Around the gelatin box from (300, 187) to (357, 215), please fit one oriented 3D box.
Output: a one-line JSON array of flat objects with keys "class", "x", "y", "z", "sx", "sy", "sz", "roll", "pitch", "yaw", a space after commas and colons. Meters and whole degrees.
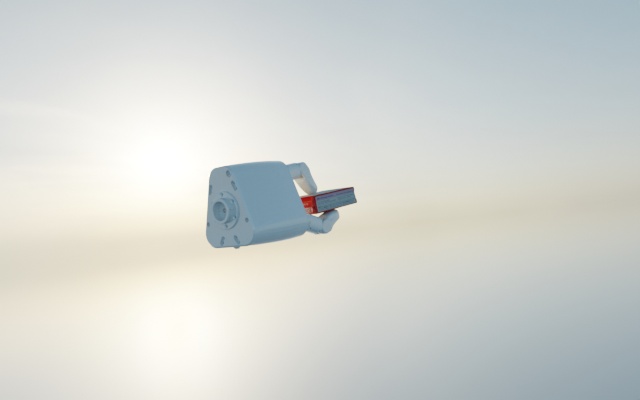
[{"class": "gelatin box", "x": 0.000, "y": 0.002, "z": 0.748, "sx": 0.089, "sy": 0.030, "sz": 0.073, "roll": -15, "pitch": 5, "yaw": -41}]
